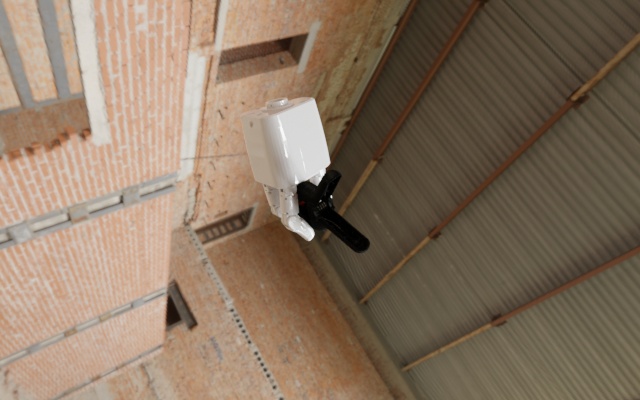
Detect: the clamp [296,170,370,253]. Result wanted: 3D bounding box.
[{"bbox_3d":[0.001,0.002,0.679,0.039,0.120,0.171,-26,25,-28],"label":"clamp"}]
